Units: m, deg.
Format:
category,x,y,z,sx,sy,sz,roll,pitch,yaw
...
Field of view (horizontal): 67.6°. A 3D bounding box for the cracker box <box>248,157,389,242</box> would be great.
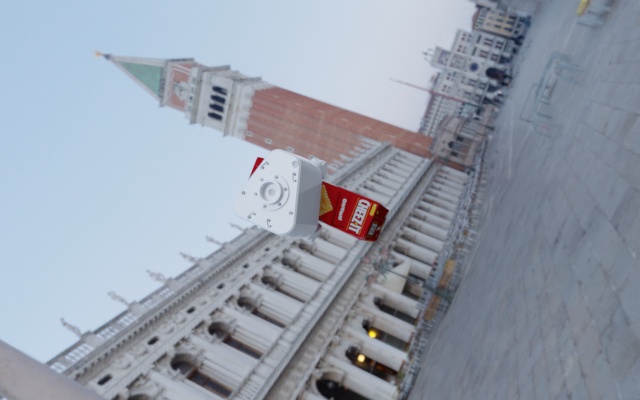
category,x,y,z,sx,sy,sz,roll,pitch,yaw
cracker box,0.000,0.002,0.817,0.213,0.072,0.164,22,1,14
